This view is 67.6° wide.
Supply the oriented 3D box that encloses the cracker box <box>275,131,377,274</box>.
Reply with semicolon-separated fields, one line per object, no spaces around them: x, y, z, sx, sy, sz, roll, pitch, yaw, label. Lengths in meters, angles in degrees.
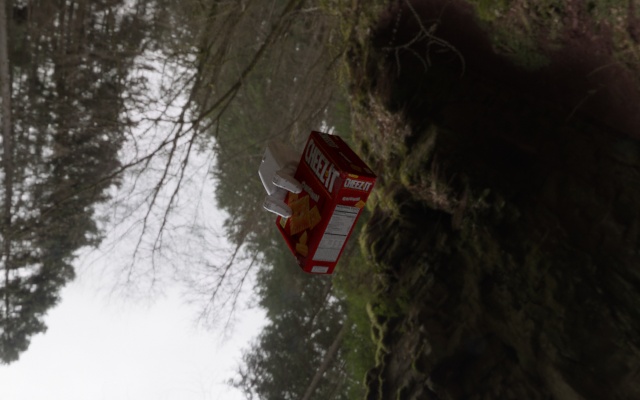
0.000;0.003;0.885;0.072;0.214;0.164;7;29;-31;cracker box
